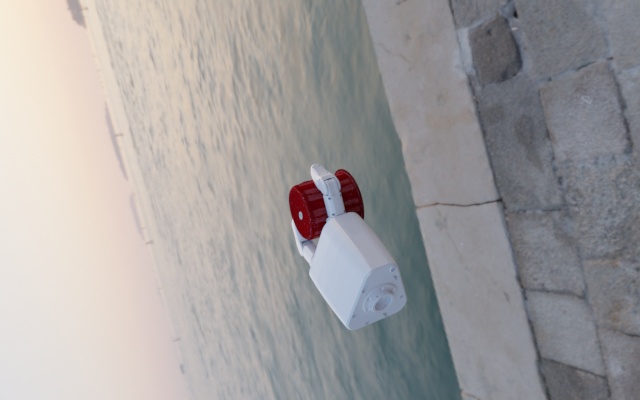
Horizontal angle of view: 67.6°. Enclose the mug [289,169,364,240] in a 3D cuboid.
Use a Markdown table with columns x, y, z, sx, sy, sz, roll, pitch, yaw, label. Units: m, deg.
| x | y | z | sx | sy | sz | roll | pitch | yaw | label |
| --- | --- | --- | --- | --- | --- | --- | --- | --- | --- |
| -0.001 | 0.002 | 0.702 | 0.081 | 0.093 | 0.117 | -16 | 38 | -21 | mug |
